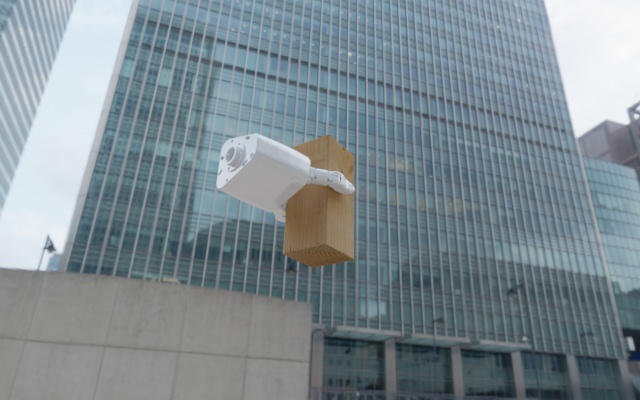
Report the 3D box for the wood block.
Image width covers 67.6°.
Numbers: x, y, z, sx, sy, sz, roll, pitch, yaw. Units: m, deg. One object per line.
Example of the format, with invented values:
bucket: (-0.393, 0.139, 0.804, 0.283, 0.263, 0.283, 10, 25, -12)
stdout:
wood block: (0.000, 0.002, 0.843, 0.091, 0.206, 0.090, -15, -30, 32)
